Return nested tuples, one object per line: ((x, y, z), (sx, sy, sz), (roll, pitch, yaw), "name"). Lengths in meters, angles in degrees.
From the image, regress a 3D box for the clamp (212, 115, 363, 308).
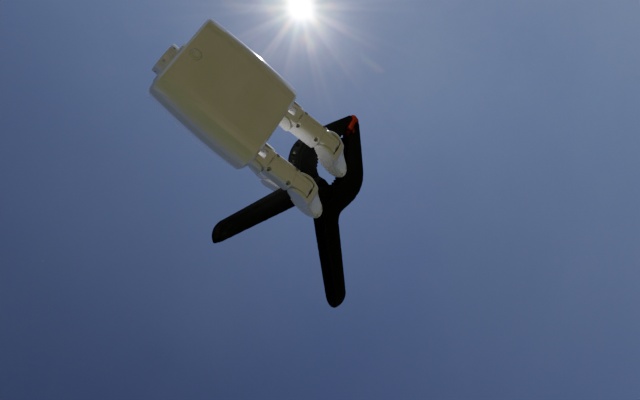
((0.000, 0.001, 0.526), (0.164, 0.210, 0.036), (41, -24, -23), "clamp")
